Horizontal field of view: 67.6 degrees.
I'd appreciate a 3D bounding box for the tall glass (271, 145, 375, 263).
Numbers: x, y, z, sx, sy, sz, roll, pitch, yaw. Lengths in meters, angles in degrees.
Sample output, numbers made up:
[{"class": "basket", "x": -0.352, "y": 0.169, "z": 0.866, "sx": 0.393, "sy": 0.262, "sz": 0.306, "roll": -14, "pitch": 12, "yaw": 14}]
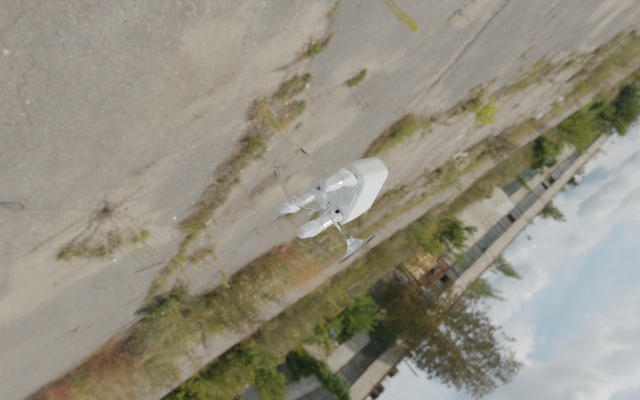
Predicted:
[{"class": "tall glass", "x": 0.000, "y": 0.003, "z": 0.795, "sx": 0.079, "sy": 0.201, "sz": 0.079, "roll": -36, "pitch": -11, "yaw": -8}]
